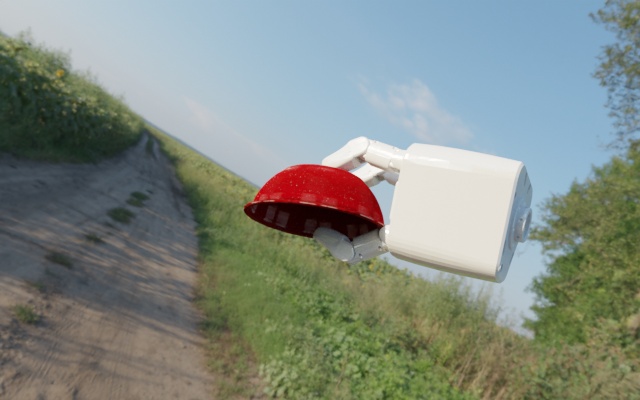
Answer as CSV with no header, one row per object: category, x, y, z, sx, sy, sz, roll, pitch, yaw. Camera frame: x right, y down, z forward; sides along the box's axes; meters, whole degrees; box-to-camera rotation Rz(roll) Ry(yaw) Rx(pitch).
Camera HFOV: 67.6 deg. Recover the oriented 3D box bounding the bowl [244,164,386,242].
bowl,-0.001,0.001,0.527,0.162,0.055,0.162,9,-16,2
